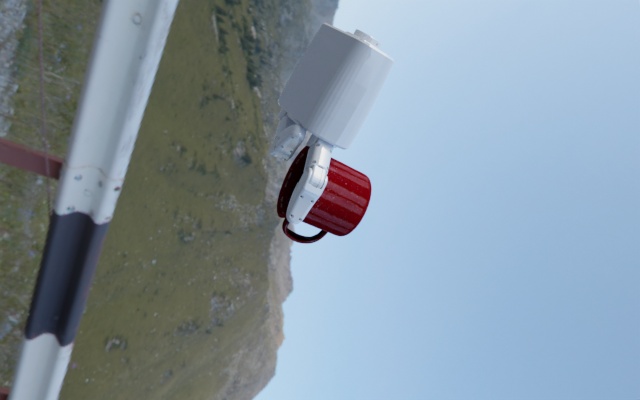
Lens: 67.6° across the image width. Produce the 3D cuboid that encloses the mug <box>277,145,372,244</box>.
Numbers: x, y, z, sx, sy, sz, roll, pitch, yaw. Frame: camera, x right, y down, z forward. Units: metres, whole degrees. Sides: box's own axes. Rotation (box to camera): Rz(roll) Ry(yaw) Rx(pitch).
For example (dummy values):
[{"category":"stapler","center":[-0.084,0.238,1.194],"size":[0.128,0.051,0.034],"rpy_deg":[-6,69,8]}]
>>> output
[{"category":"mug","center":[0.000,0.003,0.562],"size":[0.081,0.117,0.093],"rpy_deg":[24,17,-20]}]
